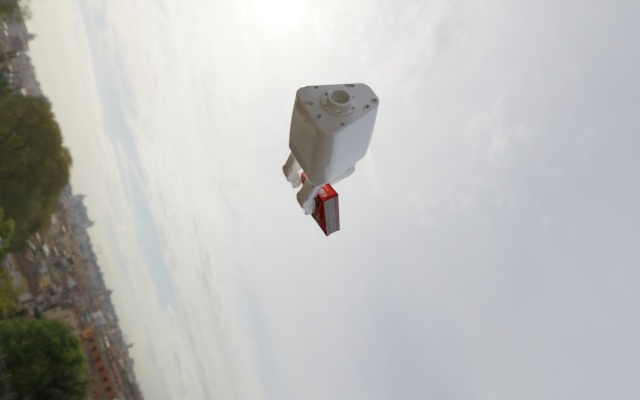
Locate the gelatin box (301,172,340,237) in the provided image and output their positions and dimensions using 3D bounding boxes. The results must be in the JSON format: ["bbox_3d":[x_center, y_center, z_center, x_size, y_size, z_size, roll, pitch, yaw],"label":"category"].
[{"bbox_3d":[0.001,0.003,0.767,0.030,0.089,0.073,-25,50,-17],"label":"gelatin box"}]
